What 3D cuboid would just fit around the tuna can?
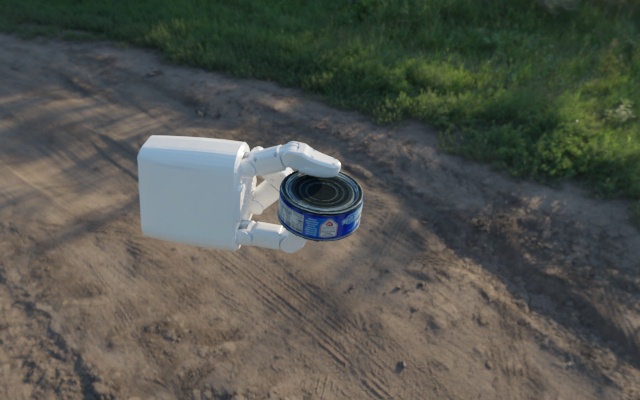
[{"bbox_3d":[0.000,0.001,0.481,0.086,0.034,0.086,5,35,-3],"label":"tuna can"}]
